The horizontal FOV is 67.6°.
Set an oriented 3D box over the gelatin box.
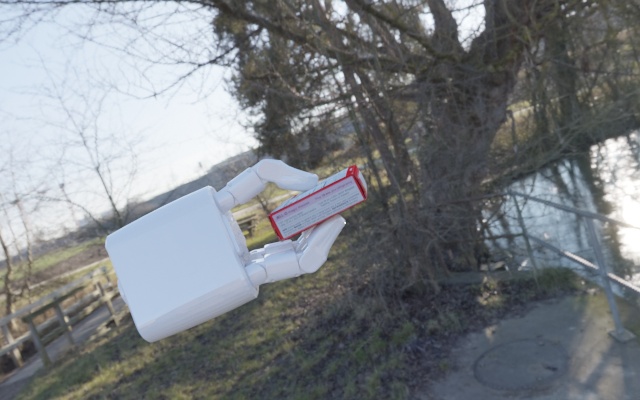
[{"bbox_3d":[0.000,0.001,0.452,0.089,0.030,0.073,-27,6,9],"label":"gelatin box"}]
